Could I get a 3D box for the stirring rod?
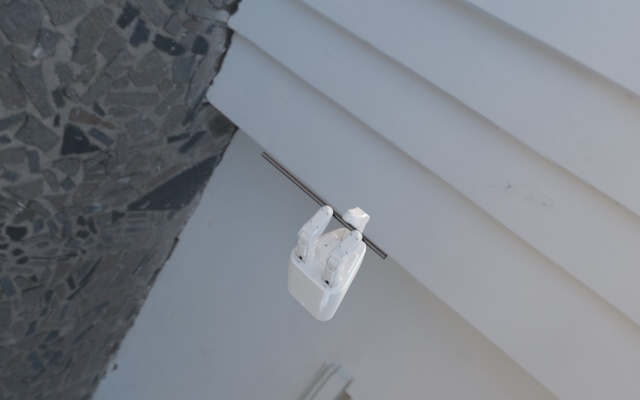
[{"bbox_3d":[0.000,0.002,0.672,0.239,0.011,0.011,40,17,21],"label":"stirring rod"}]
